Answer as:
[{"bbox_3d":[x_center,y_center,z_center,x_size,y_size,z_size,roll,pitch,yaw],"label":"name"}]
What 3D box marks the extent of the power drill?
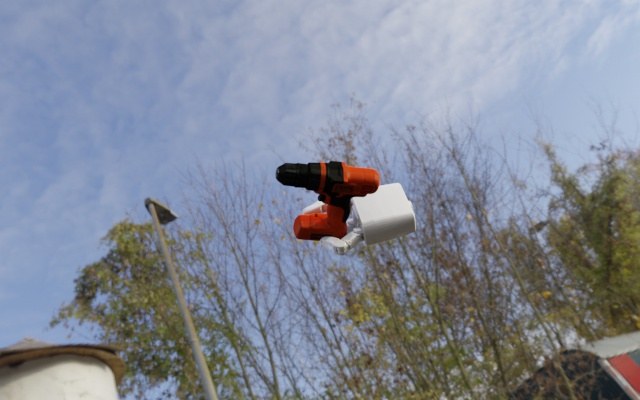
[{"bbox_3d":[0.000,0.003,0.883,0.184,0.057,0.188,5,-38,-10],"label":"power drill"}]
